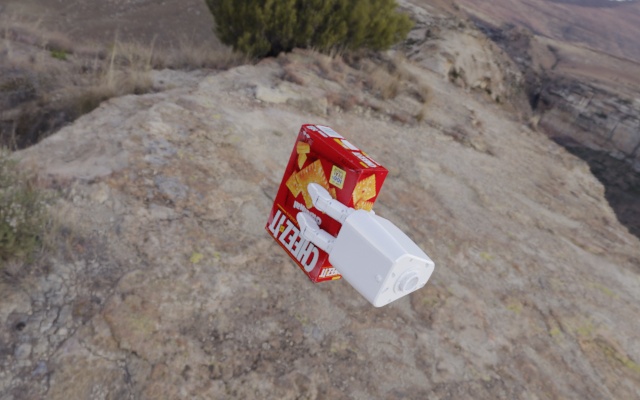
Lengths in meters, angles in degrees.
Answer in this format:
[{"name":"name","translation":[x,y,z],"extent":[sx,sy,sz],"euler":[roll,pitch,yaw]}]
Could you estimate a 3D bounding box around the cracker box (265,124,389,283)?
[{"name":"cracker box","translation":[0.000,0.002,0.798],"extent":[0.072,0.214,0.164],"euler":[-1,33,-42]}]
